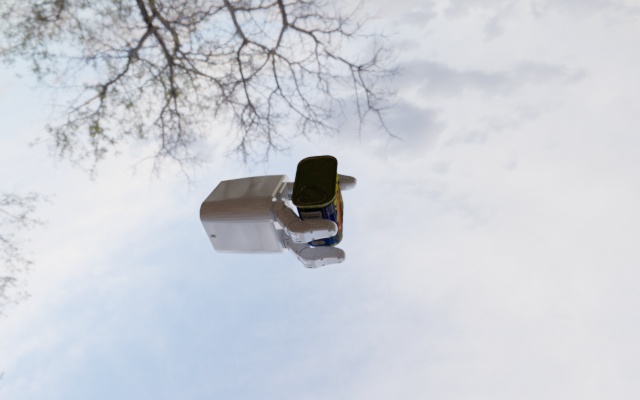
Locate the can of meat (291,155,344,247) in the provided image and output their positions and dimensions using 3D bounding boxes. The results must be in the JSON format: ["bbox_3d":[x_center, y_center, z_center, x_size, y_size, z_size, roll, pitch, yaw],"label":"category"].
[{"bbox_3d":[0.000,0.002,0.653,0.057,0.084,0.102,-5,42,10],"label":"can of meat"}]
